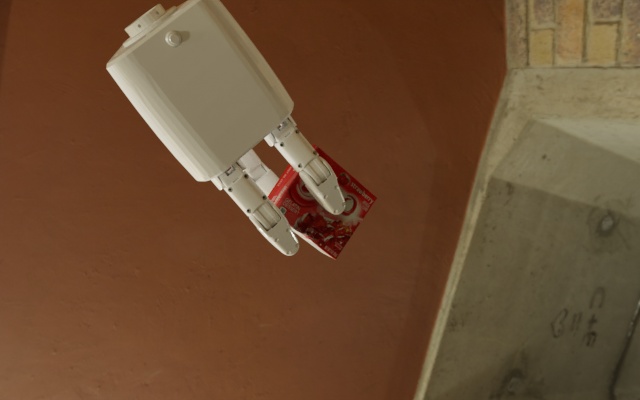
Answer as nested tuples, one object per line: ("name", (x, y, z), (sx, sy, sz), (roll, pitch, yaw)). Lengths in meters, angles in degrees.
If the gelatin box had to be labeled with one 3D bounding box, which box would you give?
("gelatin box", (0.000, 0.002, 0.445), (0.089, 0.073, 0.030), (39, -9, -32))
